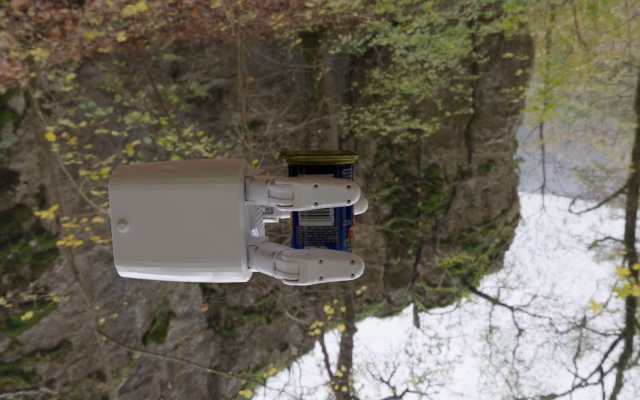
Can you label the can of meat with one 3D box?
[{"bbox_3d":[0.000,0.002,0.403,0.057,0.084,0.102,-1,8,-1],"label":"can of meat"}]
